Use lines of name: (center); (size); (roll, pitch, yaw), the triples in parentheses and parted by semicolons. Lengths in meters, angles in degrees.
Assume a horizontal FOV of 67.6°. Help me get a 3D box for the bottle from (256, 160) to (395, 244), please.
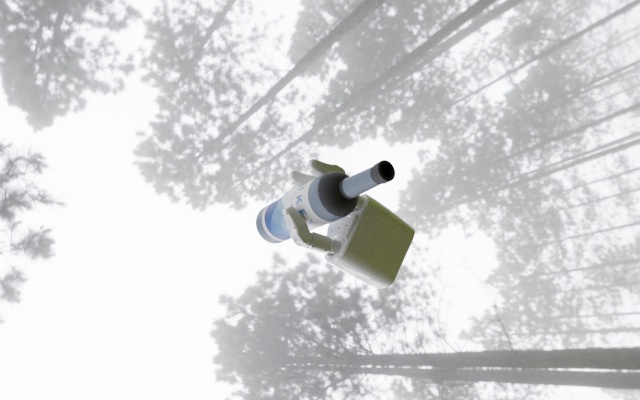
bottle: (0.000, 0.002, 0.691); (0.069, 0.069, 0.296); (0, -15, -34)
